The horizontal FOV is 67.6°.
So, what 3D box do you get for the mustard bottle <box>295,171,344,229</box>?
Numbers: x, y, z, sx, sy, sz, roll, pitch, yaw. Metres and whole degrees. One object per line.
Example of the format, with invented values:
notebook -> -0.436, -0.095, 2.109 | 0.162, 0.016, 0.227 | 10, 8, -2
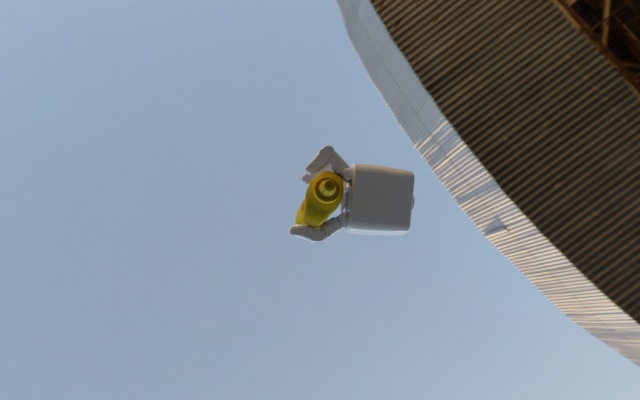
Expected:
mustard bottle -> 0.000, 0.003, 0.800 | 0.058, 0.096, 0.192 | 28, -17, -1
